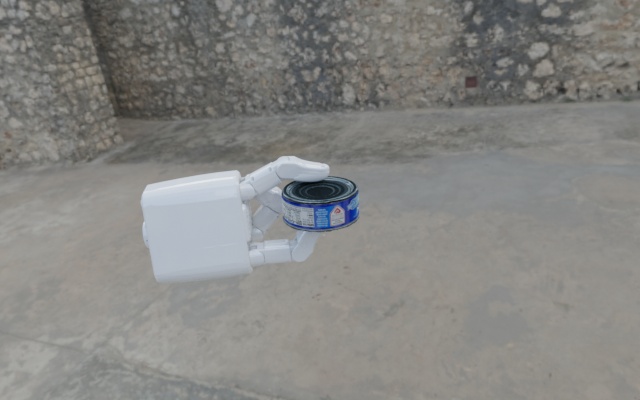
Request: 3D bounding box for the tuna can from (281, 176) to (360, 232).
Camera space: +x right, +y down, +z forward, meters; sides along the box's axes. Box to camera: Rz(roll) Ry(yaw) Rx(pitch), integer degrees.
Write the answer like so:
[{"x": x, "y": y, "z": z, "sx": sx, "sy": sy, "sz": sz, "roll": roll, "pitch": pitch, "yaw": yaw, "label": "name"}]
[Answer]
[{"x": 0.000, "y": 0.001, "z": 0.525, "sx": 0.086, "sy": 0.034, "sz": 0.086, "roll": -3, "pitch": 22, "yaw": 1, "label": "tuna can"}]
